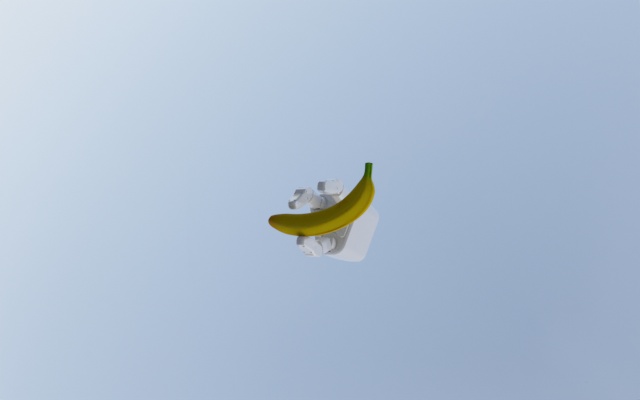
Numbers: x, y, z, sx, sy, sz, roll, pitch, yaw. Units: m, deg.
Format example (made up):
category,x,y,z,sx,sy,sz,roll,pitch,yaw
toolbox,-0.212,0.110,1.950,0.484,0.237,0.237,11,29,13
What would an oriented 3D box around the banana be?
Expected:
category,x,y,z,sx,sy,sz,roll,pitch,yaw
banana,0.008,0.017,0.731,0.198,0.069,0.037,-28,-24,21
